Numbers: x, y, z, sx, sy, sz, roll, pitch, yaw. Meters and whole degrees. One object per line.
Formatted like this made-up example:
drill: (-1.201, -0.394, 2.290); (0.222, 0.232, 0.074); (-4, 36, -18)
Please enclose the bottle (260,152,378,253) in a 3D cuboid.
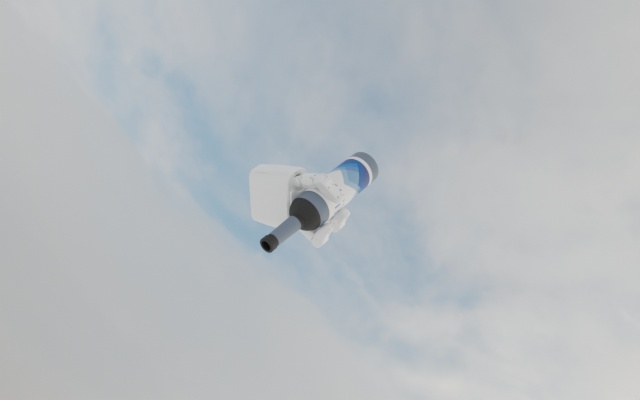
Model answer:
bottle: (0.000, 0.003, 0.857); (0.069, 0.069, 0.295); (0, 28, 42)
